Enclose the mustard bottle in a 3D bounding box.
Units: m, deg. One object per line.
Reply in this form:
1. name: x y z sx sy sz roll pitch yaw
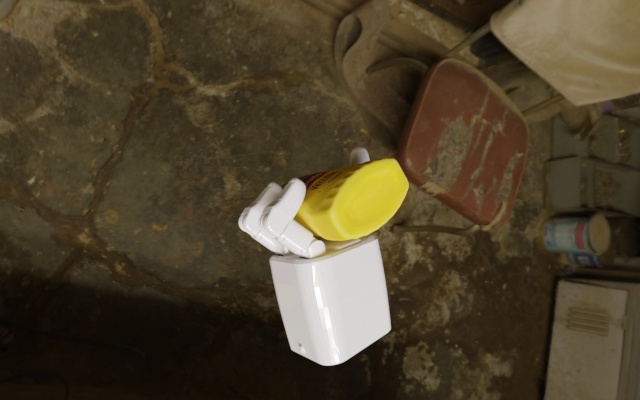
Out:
1. mustard bottle: 0.000 0.001 0.511 0.096 0.058 0.191 -40 17 -26
